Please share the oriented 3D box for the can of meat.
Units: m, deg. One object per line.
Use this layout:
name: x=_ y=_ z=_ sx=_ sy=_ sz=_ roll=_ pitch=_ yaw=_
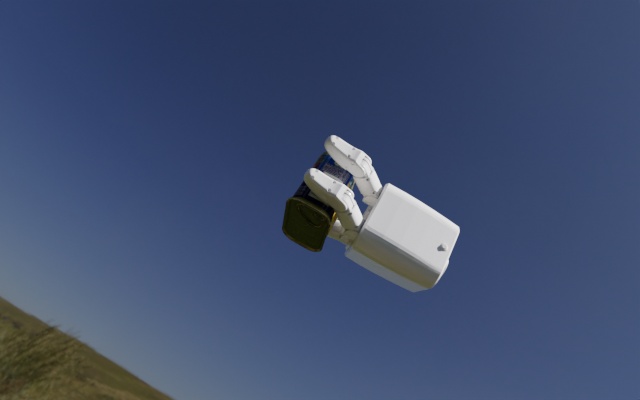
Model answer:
can of meat: x=0.000 y=0.002 z=0.590 sx=0.057 sy=0.084 sz=0.102 roll=28 pitch=-31 yaw=8
